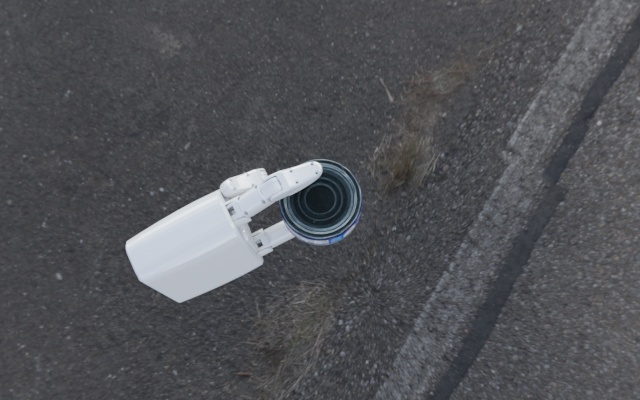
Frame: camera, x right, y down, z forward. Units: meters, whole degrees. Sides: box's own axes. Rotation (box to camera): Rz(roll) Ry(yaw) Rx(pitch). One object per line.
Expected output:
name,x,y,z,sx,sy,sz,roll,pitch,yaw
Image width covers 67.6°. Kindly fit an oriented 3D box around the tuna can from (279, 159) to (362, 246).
tuna can,0.000,0.001,0.490,0.086,0.086,0.034,0,-14,1
